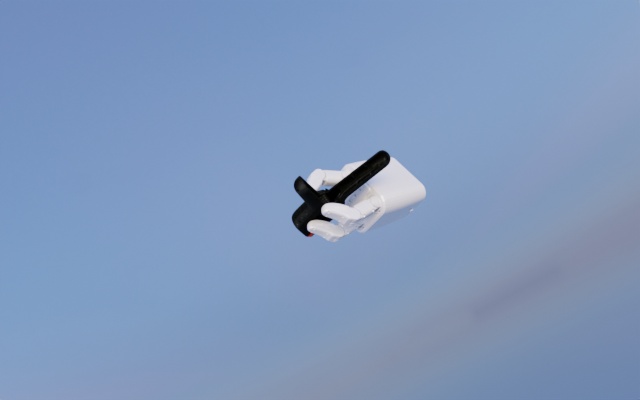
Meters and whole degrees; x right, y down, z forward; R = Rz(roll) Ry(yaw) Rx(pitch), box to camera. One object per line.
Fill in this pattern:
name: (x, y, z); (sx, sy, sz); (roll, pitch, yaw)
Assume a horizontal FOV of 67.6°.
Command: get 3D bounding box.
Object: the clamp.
clamp: (0.000, 0.002, 0.745); (0.164, 0.036, 0.210); (-15, -24, -36)
